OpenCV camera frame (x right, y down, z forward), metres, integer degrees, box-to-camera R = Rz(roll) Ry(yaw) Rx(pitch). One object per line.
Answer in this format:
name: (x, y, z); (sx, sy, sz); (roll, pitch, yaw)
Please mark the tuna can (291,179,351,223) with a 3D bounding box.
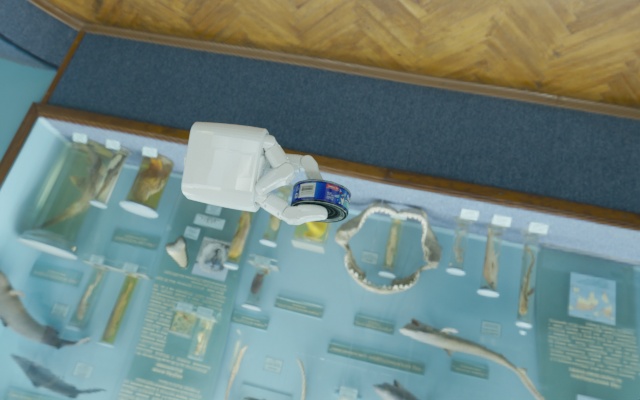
tuna can: (0.000, 0.003, 0.692); (0.086, 0.033, 0.086); (7, -22, 3)
